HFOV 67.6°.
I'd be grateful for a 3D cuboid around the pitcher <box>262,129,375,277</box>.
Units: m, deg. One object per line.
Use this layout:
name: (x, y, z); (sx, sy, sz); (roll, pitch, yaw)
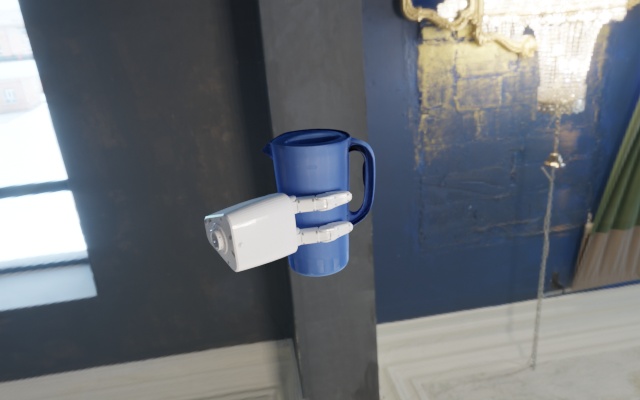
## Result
pitcher: (0.000, 0.003, 0.821); (0.145, 0.243, 0.149); (-18, 24, -32)
